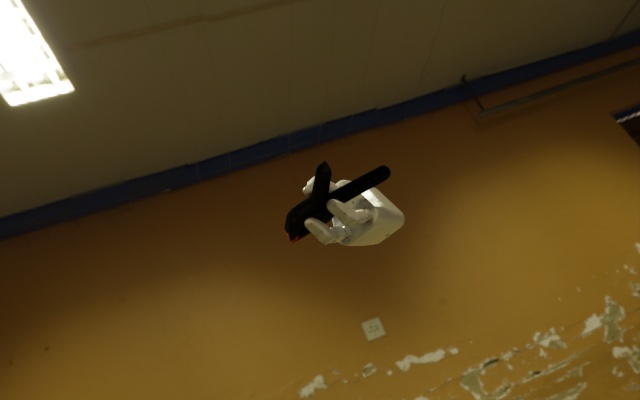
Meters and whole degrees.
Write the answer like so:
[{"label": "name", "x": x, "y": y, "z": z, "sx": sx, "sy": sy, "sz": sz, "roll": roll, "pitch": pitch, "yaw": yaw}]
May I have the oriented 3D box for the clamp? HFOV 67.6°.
[{"label": "clamp", "x": 0.000, "y": 0.002, "z": 0.793, "sx": 0.210, "sy": 0.036, "sz": 0.164, "roll": -41, "pitch": -27, "yaw": 28}]
